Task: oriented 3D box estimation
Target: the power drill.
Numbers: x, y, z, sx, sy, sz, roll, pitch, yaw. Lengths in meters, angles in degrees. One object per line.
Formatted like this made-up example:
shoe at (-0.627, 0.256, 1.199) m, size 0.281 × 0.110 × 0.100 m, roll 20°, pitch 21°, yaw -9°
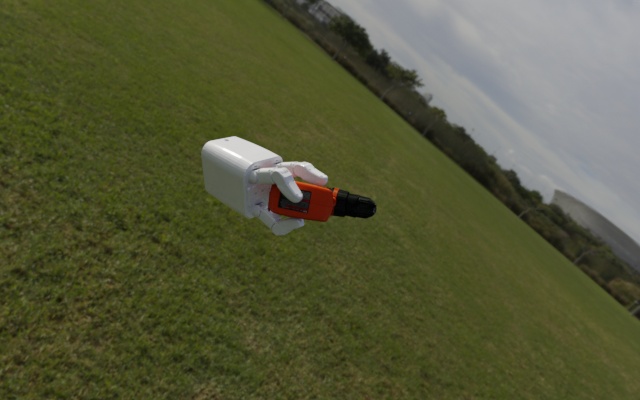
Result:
power drill at (0.000, 0.003, 0.827) m, size 0.184 × 0.057 × 0.187 m, roll 9°, pitch 1°, yaw 11°
